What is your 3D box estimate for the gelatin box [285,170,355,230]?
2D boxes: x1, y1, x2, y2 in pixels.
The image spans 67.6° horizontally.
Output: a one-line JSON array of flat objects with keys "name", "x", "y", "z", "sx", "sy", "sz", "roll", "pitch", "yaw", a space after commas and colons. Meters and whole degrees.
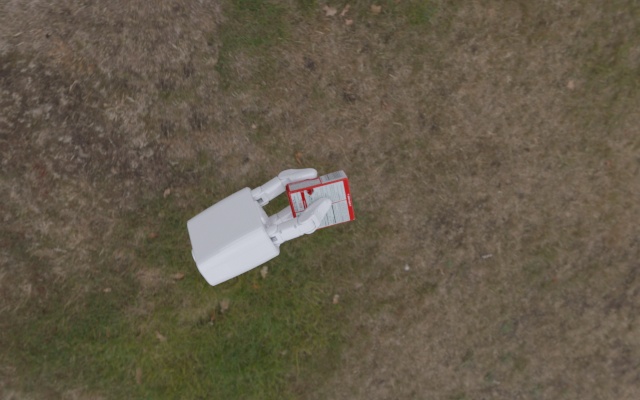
[{"name": "gelatin box", "x": 0.001, "y": 0.002, "z": 0.694, "sx": 0.089, "sy": 0.073, "sz": 0.030, "roll": -14, "pitch": 31, "yaw": -3}]
